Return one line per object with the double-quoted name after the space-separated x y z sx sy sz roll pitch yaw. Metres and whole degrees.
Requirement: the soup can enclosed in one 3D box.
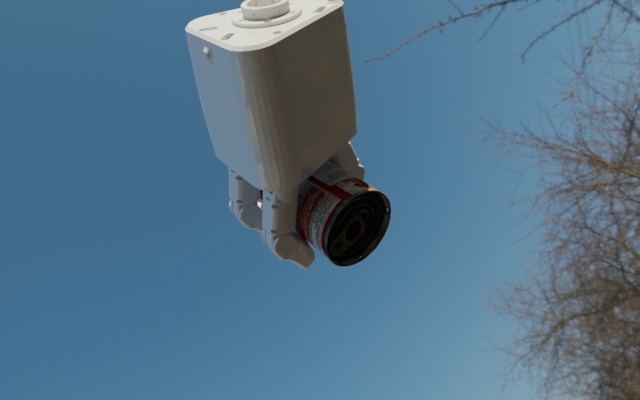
0.000 0.002 0.408 0.068 0.068 0.102 0 25 -43 "soup can"
